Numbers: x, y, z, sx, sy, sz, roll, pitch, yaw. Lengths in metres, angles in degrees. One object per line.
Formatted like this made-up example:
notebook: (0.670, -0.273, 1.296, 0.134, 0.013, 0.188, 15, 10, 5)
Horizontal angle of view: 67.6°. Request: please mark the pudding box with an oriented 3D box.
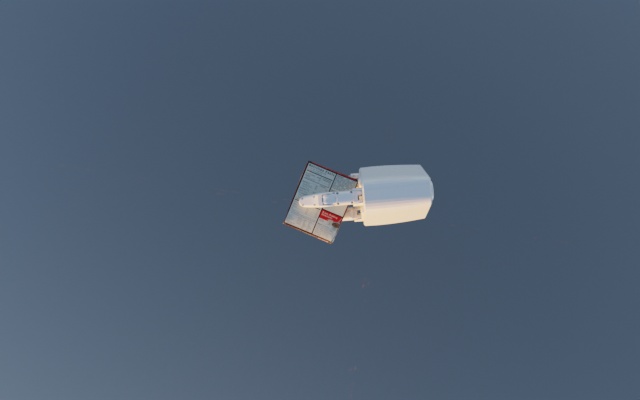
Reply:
pudding box: (0.000, 0.003, 0.781, 0.090, 0.113, 0.039, 23, 0, 2)
